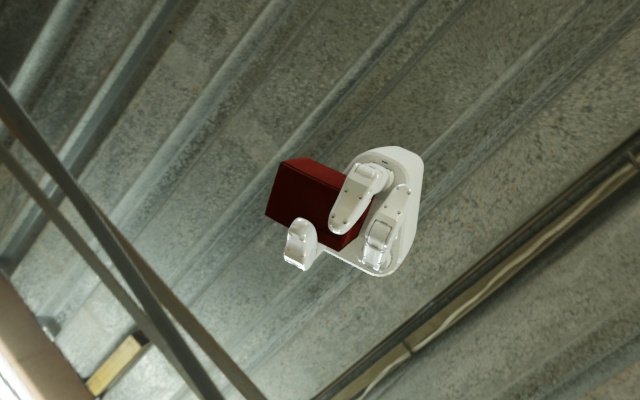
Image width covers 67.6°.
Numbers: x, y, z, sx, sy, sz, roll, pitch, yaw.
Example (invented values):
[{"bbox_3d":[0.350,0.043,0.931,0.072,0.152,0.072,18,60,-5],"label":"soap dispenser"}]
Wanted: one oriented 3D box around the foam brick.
[{"bbox_3d":[0.000,0.001,0.423,0.078,0.053,0.051,26,19,15],"label":"foam brick"}]
